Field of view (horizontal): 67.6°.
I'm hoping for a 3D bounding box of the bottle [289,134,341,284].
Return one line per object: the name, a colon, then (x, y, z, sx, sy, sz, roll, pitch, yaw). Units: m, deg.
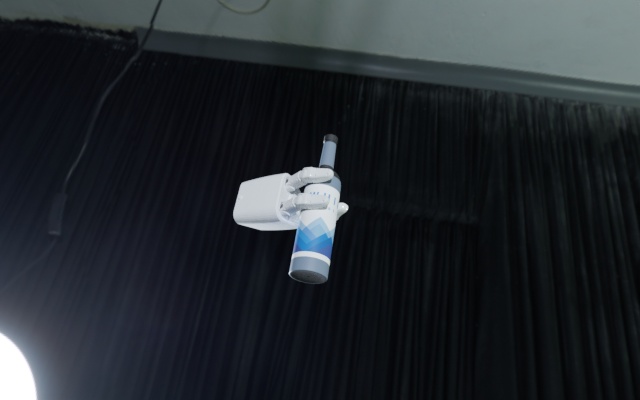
bottle: (0.000, 0.003, 0.884, 0.069, 0.295, 0.069, 7, -28, 4)
